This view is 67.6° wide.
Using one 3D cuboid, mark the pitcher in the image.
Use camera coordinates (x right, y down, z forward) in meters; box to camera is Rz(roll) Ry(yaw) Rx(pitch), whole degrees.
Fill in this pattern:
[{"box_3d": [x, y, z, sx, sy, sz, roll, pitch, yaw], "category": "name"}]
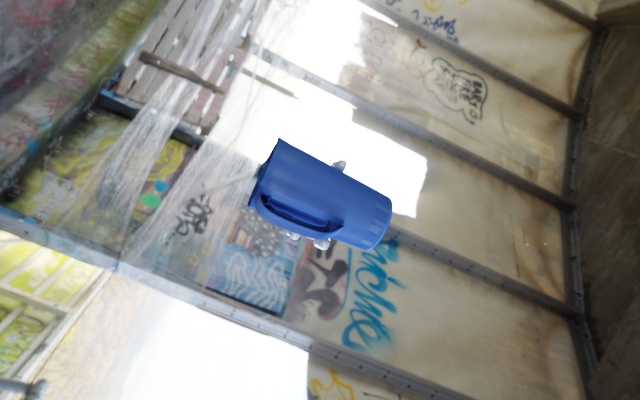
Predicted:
[{"box_3d": [0.000, 0.003, 0.845, 0.243, 0.149, 0.145, 25, -10, -10], "category": "pitcher"}]
